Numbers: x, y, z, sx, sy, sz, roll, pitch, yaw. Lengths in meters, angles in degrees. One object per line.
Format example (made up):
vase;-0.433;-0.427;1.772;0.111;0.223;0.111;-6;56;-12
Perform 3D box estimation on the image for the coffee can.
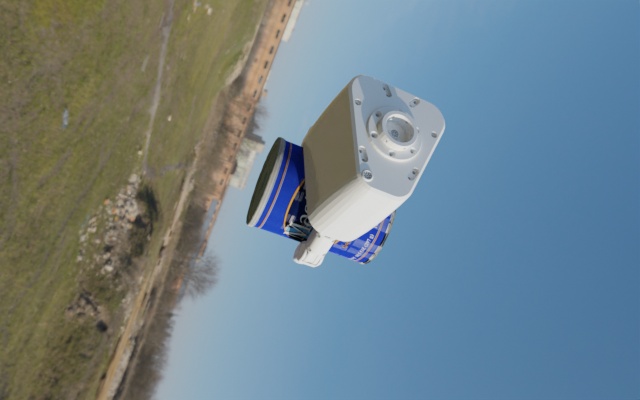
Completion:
coffee can;0.000;0.002;0.537;0.140;0.103;0.103;20;-5;-13
